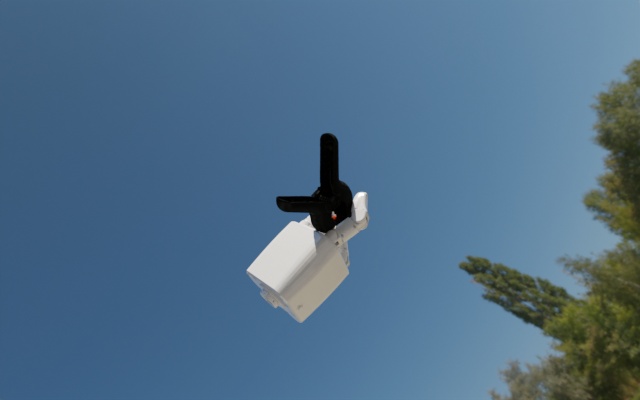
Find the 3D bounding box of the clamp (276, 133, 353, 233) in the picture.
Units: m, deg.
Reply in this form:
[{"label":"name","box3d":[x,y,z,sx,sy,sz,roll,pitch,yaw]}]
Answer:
[{"label":"clamp","box3d":[0.000,0.002,0.662,0.039,0.120,0.172,31,-23,37]}]
